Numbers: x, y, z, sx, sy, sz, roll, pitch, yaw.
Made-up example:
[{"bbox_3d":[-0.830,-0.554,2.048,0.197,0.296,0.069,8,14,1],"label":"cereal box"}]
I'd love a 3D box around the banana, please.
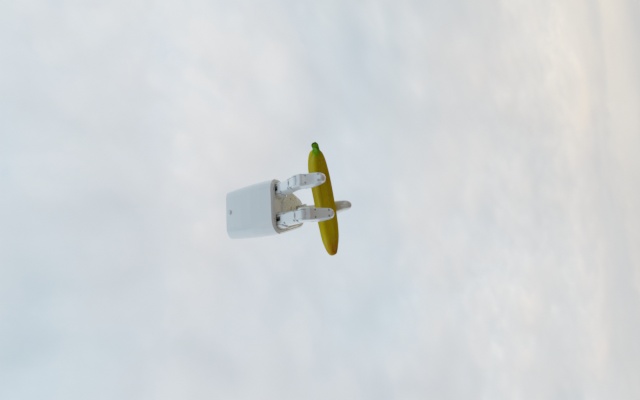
[{"bbox_3d":[0.003,-0.004,0.837,0.037,0.198,0.069,-10,9,12],"label":"banana"}]
